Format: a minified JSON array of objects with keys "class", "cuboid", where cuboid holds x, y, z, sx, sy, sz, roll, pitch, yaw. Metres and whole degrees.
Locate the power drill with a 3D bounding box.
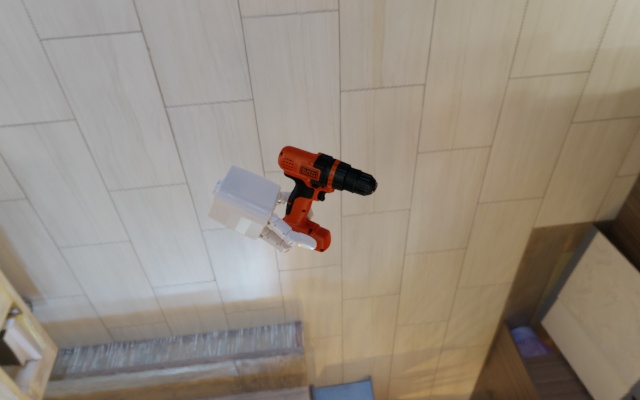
[{"class":"power drill","cuboid":[0.000,0.003,0.885,0.184,0.188,0.057,21,33,12]}]
